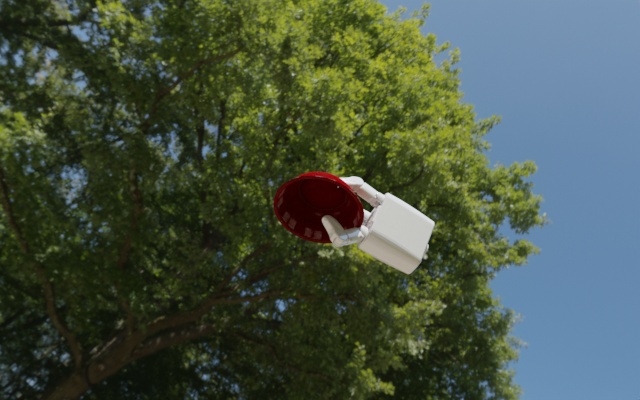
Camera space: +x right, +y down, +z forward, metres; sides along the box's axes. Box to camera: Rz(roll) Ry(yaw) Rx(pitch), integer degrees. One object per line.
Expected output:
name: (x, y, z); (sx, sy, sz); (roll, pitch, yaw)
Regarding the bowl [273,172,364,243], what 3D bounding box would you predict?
bowl: (-0.001, 0.002, 0.852); (0.162, 0.162, 0.055); (0, 42, 13)
